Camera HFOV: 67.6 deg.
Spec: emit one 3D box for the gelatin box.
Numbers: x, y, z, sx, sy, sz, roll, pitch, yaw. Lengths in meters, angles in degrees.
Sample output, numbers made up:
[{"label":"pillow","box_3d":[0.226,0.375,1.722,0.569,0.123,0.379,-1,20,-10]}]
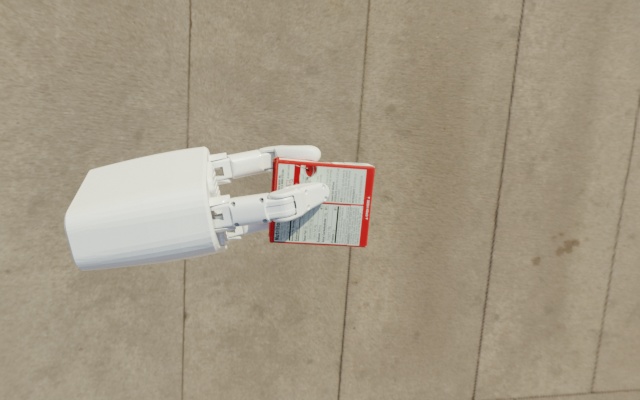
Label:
[{"label":"gelatin box","box_3d":[0.000,0.001,0.424,0.089,0.073,0.030,3,10,-6]}]
